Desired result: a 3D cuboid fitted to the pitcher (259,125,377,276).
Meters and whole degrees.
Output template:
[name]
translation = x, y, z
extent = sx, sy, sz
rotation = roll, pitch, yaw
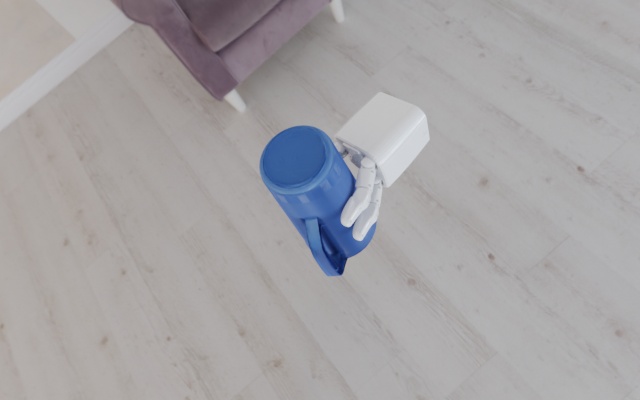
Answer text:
[pitcher]
translation = 0.000, 0.002, 0.729
extent = 0.149, 0.145, 0.243
rotation = 41, -7, 30
